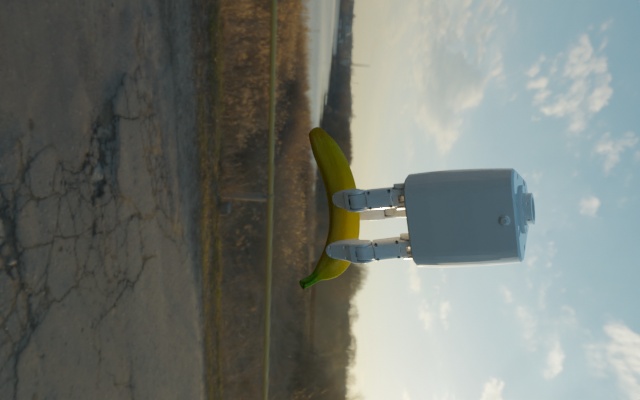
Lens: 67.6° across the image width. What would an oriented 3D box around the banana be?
[{"bbox_3d":[0.016,0.008,0.576,0.069,0.197,0.037,10,-16,-29],"label":"banana"}]
